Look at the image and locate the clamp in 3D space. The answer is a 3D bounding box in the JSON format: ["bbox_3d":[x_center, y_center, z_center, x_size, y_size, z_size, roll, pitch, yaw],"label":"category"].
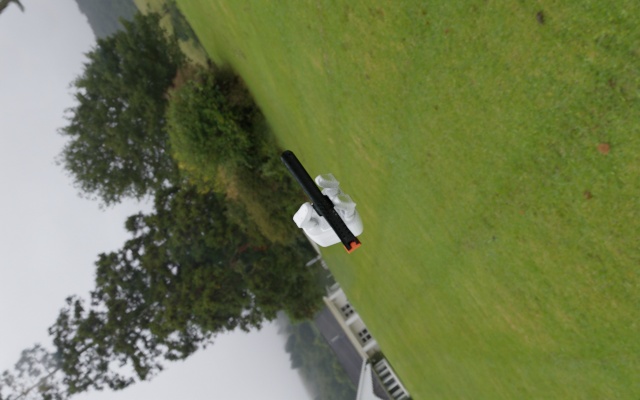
[{"bbox_3d":[0.000,0.004,0.879,0.036,0.210,0.165,-37,-22,0],"label":"clamp"}]
